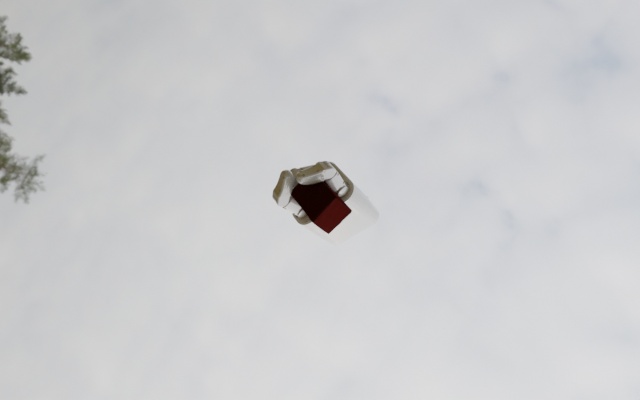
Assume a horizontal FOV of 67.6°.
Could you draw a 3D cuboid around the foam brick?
[{"bbox_3d":[0.000,0.003,0.729,0.051,0.053,0.078,41,7,-47],"label":"foam brick"}]
